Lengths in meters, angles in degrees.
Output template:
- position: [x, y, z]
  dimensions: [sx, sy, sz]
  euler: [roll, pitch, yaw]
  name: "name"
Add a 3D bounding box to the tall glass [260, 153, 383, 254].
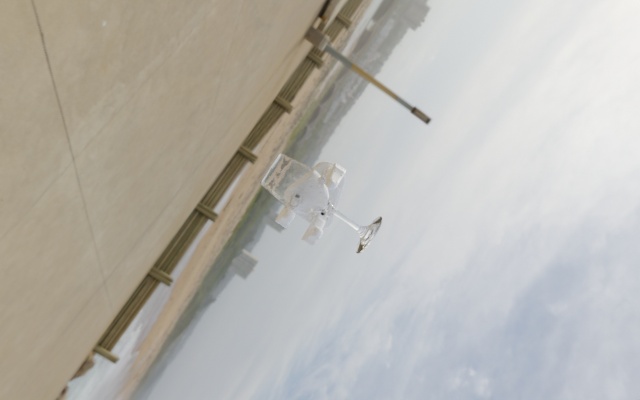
- position: [0.001, 0.003, 0.791]
  dimensions: [0.201, 0.079, 0.079]
  euler: [34, -4, -6]
  name: "tall glass"
